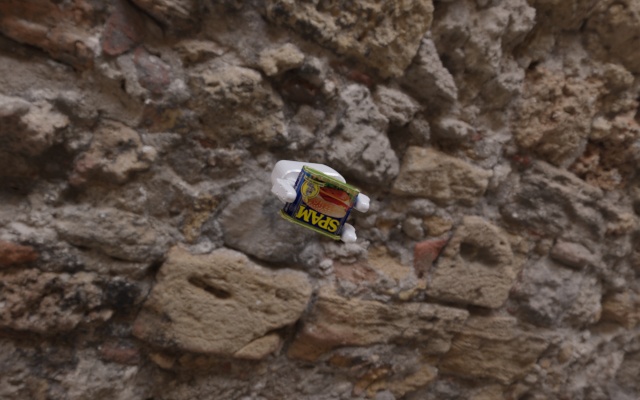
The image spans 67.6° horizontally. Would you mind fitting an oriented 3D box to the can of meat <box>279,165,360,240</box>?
[{"bbox_3d":[0.000,0.002,0.744,0.102,0.084,0.057,23,9,-15],"label":"can of meat"}]
